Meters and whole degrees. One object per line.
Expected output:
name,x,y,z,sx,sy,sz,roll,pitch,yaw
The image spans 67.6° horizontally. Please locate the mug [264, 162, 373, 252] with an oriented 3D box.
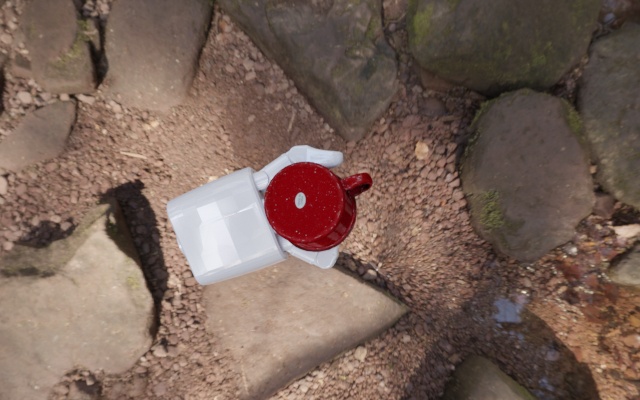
mug,0.001,0.001,0.497,0.117,0.093,0.081,-23,-10,5
